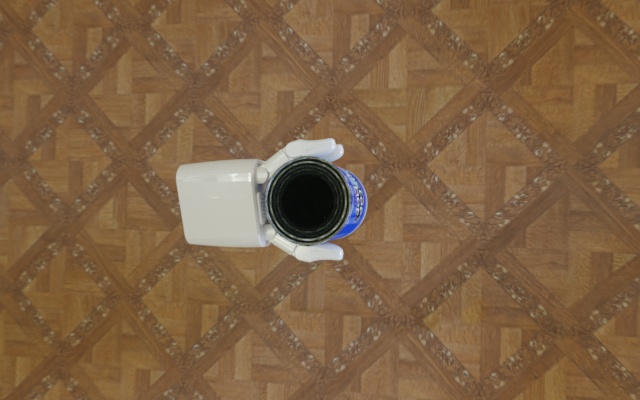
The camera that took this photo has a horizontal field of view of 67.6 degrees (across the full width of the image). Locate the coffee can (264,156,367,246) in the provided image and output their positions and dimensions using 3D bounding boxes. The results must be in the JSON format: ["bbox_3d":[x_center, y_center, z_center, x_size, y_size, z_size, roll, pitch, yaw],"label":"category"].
[{"bbox_3d":[0.000,0.002,0.608,0.103,0.103,0.140,0,-1,13],"label":"coffee can"}]
